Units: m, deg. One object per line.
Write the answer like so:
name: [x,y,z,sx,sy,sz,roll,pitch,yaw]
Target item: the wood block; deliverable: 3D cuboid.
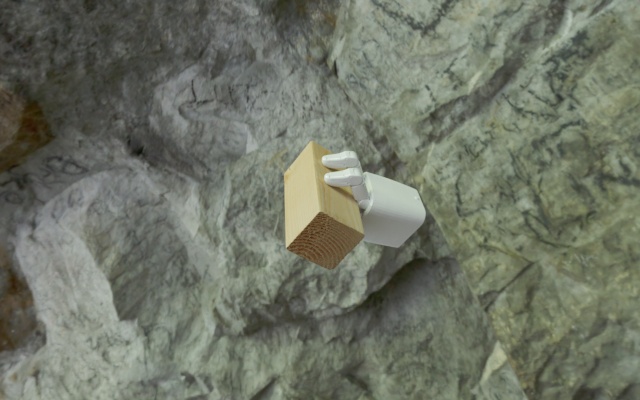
wood block: [0.000,0.003,0.802,0.090,0.091,0.206,28,29,-23]
